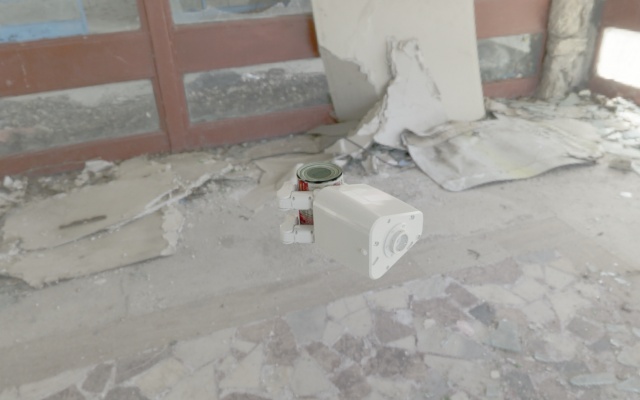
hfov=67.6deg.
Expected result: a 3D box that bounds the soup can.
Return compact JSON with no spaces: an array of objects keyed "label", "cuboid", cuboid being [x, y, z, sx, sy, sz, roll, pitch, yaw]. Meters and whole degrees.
[{"label":"soup can","cuboid":[0.000,0.002,0.702,0.068,0.102,0.068,-2,29,1]}]
